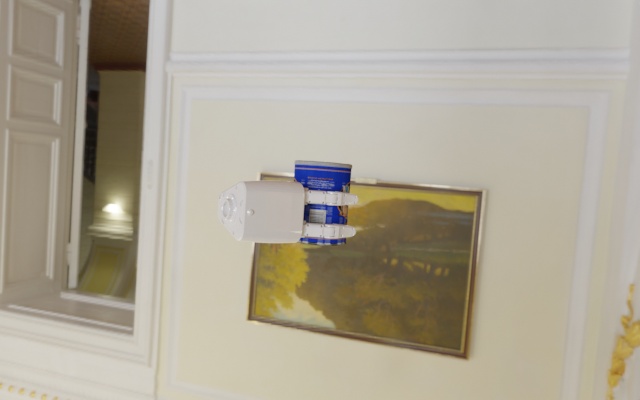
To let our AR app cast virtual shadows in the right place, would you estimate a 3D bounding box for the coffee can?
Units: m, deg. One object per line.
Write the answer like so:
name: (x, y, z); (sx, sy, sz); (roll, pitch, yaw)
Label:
coffee can: (0.000, 0.003, 0.846); (0.103, 0.140, 0.103); (4, 3, 0)
